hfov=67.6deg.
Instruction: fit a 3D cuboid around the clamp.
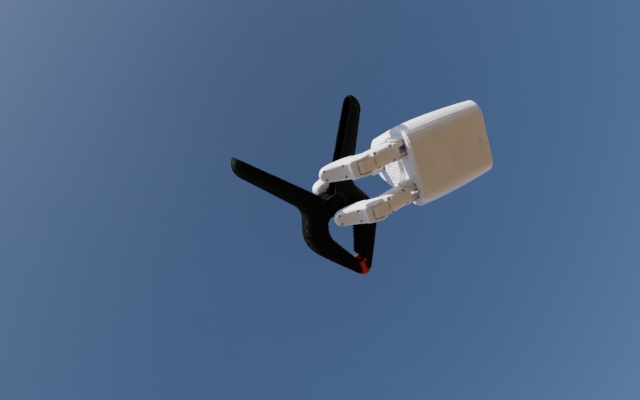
[{"bbox_3d":[0.000,0.002,0.565,0.164,0.210,0.036,-23,18,-13],"label":"clamp"}]
